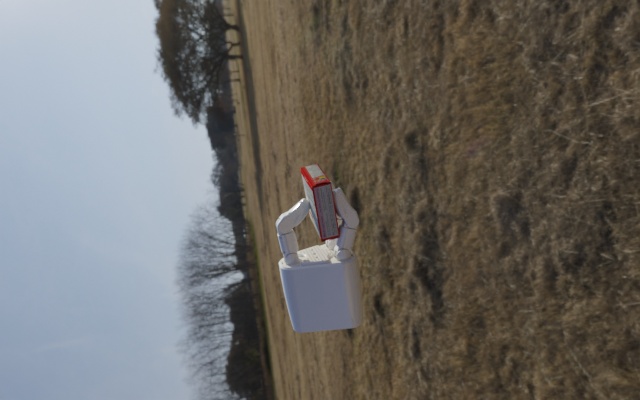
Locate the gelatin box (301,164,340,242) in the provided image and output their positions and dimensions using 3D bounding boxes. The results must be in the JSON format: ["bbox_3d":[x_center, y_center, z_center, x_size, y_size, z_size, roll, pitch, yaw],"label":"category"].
[{"bbox_3d":[0.000,0.002,0.675,0.030,0.089,0.073,-15,27,-8],"label":"gelatin box"}]
